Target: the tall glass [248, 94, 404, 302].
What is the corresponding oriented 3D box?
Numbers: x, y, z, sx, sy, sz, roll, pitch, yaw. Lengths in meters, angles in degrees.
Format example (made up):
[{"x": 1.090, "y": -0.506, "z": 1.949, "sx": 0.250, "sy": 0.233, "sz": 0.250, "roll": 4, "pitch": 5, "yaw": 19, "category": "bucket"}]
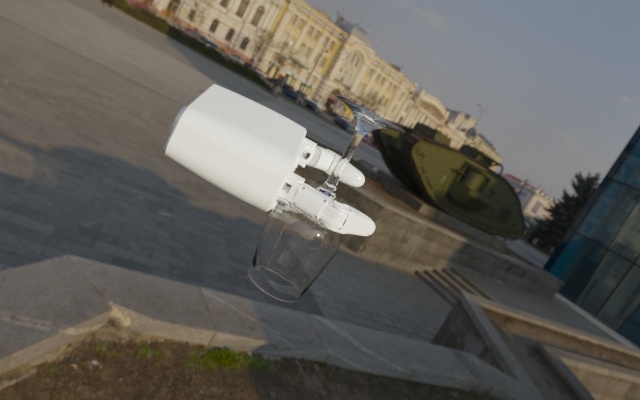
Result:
[{"x": 0.001, "y": 0.001, "z": 0.475, "sx": 0.079, "sy": 0.201, "sz": 0.079, "roll": 28, "pitch": 11, "yaw": -6, "category": "tall glass"}]
